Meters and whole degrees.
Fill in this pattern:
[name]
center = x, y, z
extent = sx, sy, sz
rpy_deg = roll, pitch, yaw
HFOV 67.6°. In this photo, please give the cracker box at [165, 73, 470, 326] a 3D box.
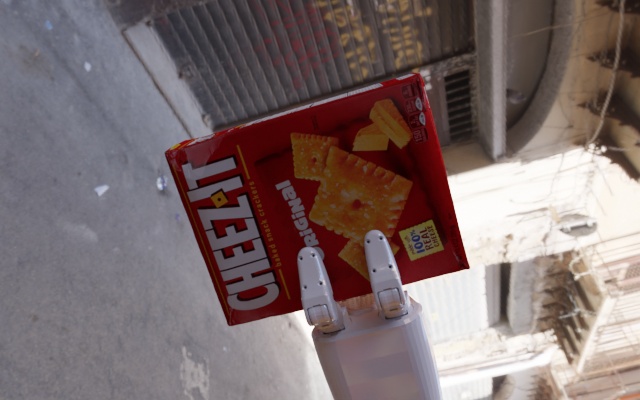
[cracker box]
center = 0.000, 0.001, 0.409
extent = 0.214, 0.164, 0.072
rpy_deg = -15, 13, 7
